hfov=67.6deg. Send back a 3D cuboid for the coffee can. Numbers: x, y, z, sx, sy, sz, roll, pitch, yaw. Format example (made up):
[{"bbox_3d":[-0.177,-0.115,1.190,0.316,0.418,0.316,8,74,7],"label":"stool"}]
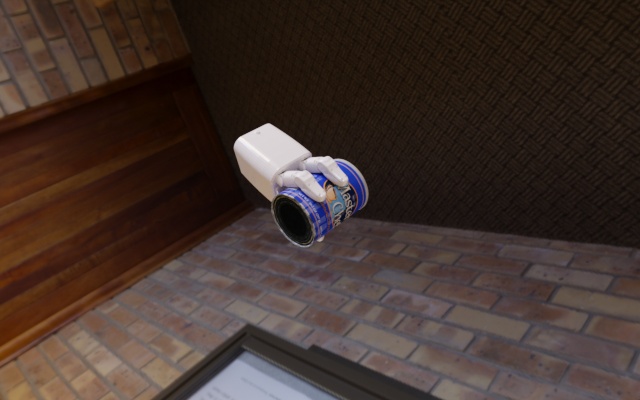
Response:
[{"bbox_3d":[0.000,0.003,0.829,0.140,0.103,0.103,-34,21,-35],"label":"coffee can"}]
